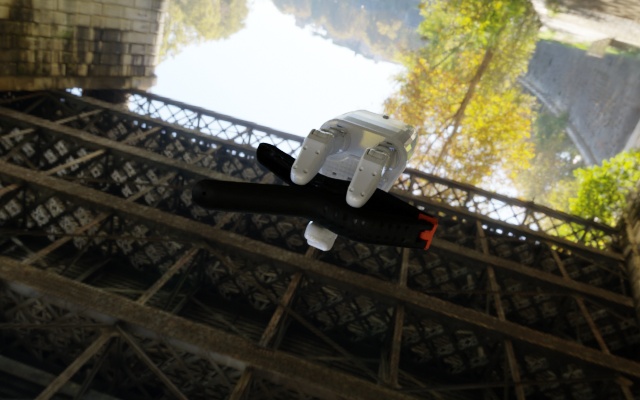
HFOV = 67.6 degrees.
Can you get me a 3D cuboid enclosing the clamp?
[{"bbox_3d":[0.000,0.002,0.439,0.210,0.036,0.164,21,24,13],"label":"clamp"}]
